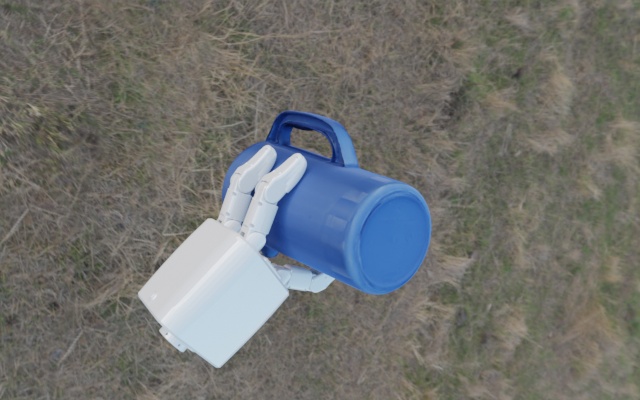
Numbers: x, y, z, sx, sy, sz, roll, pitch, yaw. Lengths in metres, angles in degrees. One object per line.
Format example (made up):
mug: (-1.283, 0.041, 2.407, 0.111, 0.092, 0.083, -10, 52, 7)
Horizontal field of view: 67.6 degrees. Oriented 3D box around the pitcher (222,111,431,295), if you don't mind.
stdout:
pitcher: (0.000, 0.002, 0.526, 0.145, 0.149, 0.242, -46, 34, -18)
